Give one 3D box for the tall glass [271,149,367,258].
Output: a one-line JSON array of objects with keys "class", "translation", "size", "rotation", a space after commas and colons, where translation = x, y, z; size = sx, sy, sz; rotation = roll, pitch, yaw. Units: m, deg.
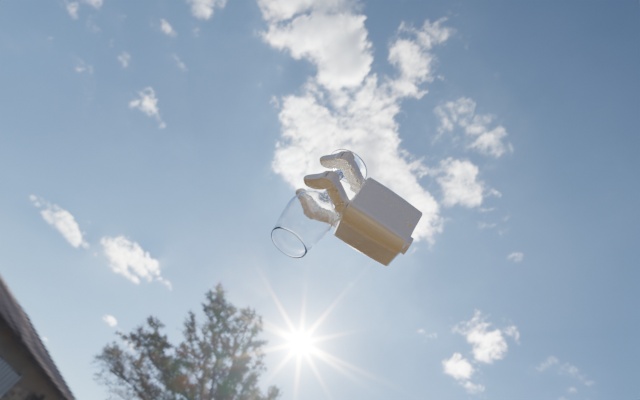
[{"class": "tall glass", "translation": [0.000, 0.002, 0.769], "size": [0.079, 0.079, 0.201], "rotation": [0, 38, 38]}]
